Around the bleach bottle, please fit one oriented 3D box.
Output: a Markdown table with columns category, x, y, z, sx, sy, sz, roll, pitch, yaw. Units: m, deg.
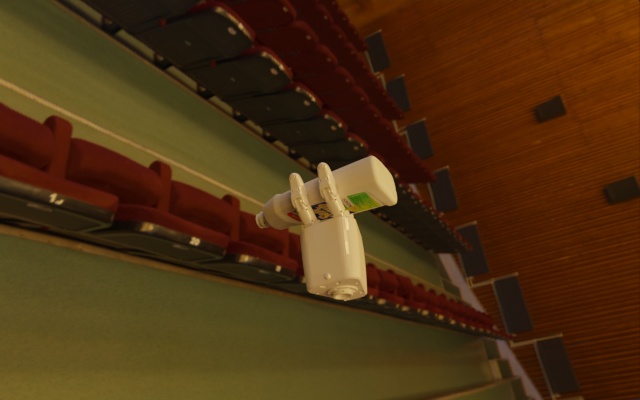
| category | x | y | z | sx | sy | sz | roll | pitch | yaw |
| --- | --- | --- | --- | --- | --- | --- | --- | --- | --- |
| bleach bottle | 0.000 | 0.003 | 0.846 | 0.251 | 0.068 | 0.103 | -20 | -32 | 23 |
